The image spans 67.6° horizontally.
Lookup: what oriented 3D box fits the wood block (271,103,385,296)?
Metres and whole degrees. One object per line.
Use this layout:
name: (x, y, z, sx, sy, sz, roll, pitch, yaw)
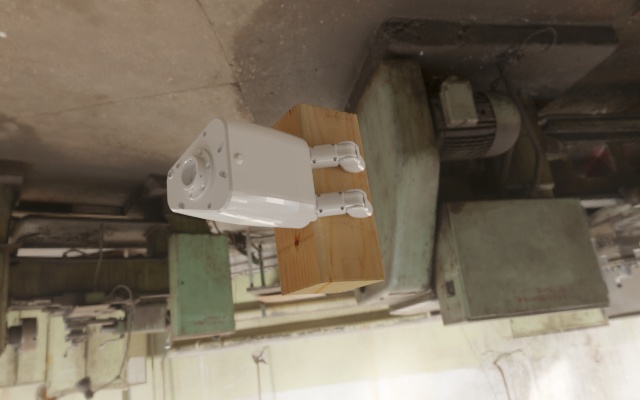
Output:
wood block: (0.000, 0.002, 0.571, 0.090, 0.206, 0.091, 4, -20, -34)
